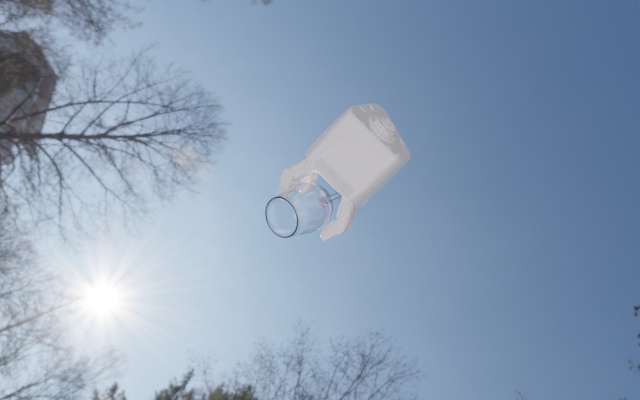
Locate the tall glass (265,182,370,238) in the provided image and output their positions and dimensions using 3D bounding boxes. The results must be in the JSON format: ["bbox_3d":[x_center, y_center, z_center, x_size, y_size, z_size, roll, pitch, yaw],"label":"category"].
[{"bbox_3d":[0.000,0.002,0.768,0.079,0.079,0.201,0,13,37],"label":"tall glass"}]
